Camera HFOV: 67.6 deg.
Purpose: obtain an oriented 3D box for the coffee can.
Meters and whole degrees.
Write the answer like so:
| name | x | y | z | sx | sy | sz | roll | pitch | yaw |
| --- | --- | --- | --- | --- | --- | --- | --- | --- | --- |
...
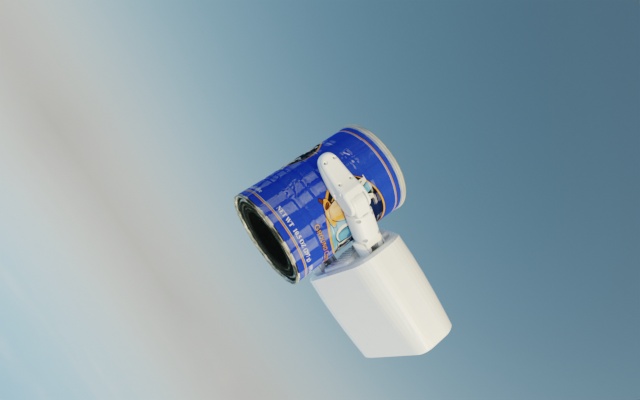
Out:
| name | x | y | z | sx | sy | sz | roll | pitch | yaw |
| --- | --- | --- | --- | --- | --- | --- | --- | --- | --- |
| coffee can | 0.000 | 0.001 | 0.481 | 0.140 | 0.103 | 0.103 | -34 | 13 | -20 |
